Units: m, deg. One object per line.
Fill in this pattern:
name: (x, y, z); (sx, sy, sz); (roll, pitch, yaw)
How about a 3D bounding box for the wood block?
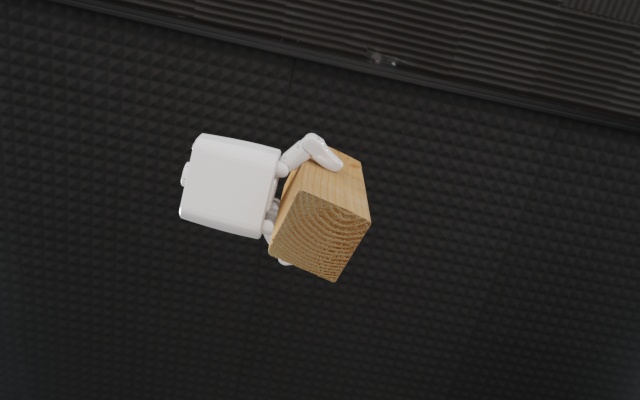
wood block: (0.000, 0.002, 0.624); (0.090, 0.091, 0.206); (25, 22, -9)
